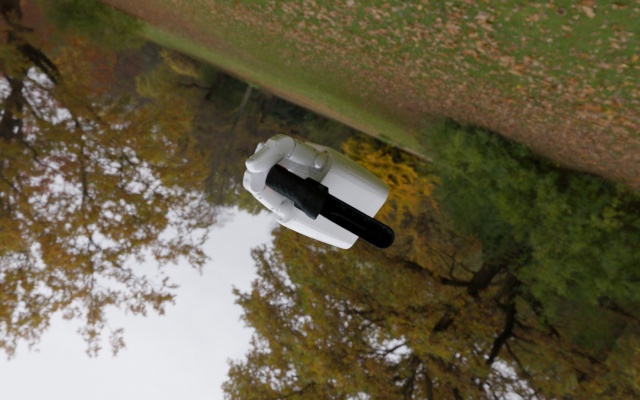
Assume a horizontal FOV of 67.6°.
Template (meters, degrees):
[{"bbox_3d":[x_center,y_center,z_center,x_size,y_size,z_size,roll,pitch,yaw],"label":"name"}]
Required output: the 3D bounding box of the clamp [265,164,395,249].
[{"bbox_3d":[0.000,0.002,0.511,0.120,0.039,0.171,33,2,-33],"label":"clamp"}]
